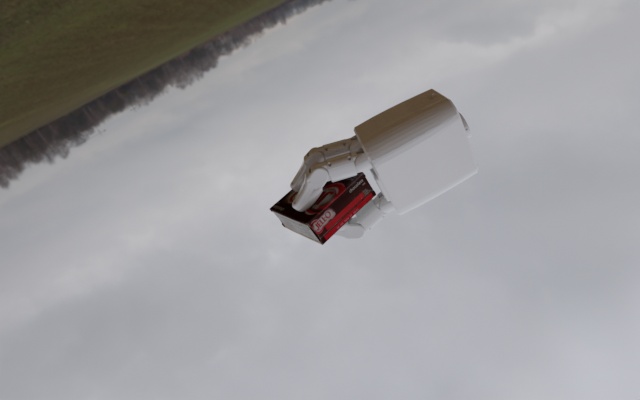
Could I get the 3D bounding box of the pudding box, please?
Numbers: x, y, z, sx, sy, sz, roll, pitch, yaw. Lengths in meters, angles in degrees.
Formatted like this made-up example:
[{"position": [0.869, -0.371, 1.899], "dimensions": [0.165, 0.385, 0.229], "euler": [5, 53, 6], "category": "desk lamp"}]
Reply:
[{"position": [0.000, 0.002, 0.576], "dimensions": [0.090, 0.039, 0.113], "euler": [-41, 22, -17], "category": "pudding box"}]
